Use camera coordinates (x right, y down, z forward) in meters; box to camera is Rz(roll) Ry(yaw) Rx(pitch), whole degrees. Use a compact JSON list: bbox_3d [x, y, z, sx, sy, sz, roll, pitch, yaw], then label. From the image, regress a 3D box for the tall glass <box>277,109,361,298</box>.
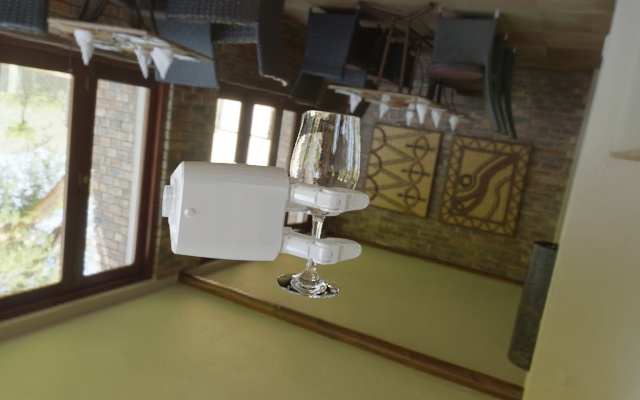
[{"bbox_3d":[0.000,0.002,0.539,0.079,0.201,0.079,8,9,-1],"label":"tall glass"}]
